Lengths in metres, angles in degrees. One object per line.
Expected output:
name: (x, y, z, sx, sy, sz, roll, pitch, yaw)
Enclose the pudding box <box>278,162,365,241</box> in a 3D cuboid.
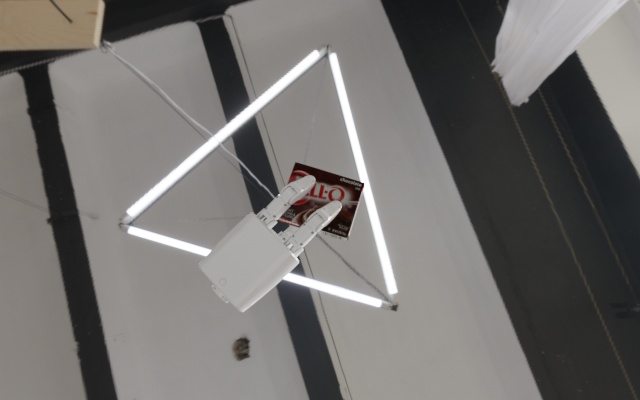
pudding box: (0.000, 0.002, 0.715, 0.113, 0.090, 0.039, 17, -15, 4)
